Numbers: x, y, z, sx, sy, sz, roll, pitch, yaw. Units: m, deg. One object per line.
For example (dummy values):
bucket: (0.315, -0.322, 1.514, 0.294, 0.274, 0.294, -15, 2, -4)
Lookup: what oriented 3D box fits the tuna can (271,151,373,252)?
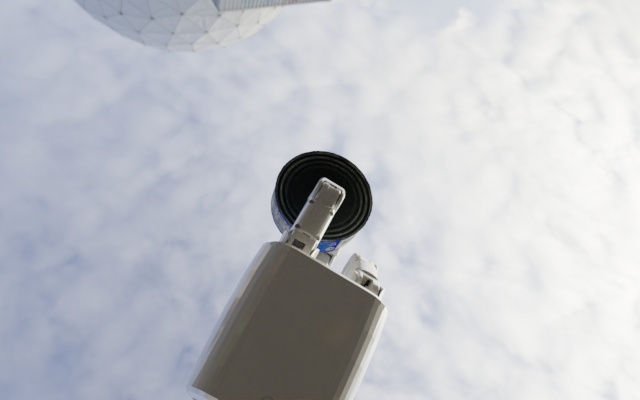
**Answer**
tuna can: (0.000, 0.002, 0.419, 0.086, 0.086, 0.034, 0, -26, -15)
